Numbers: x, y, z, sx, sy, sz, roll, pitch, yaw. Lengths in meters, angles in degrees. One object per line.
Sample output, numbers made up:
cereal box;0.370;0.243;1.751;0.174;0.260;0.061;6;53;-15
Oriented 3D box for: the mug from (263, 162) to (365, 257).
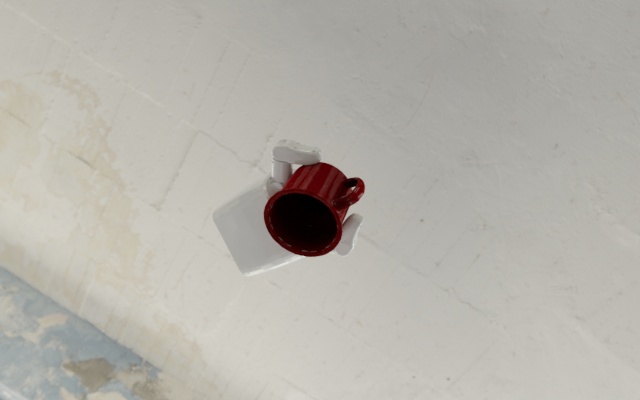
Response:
mug;0.001;0.001;0.560;0.117;0.093;0.081;-24;21;30
